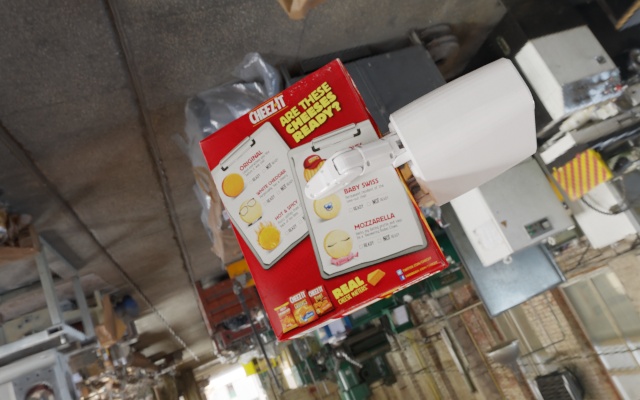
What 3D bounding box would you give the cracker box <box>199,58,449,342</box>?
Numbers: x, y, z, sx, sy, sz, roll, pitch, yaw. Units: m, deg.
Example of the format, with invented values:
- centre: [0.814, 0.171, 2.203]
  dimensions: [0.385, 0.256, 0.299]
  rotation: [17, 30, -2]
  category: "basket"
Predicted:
- centre: [0.000, 0.002, 0.461]
  dimensions: [0.164, 0.213, 0.072]
  rotation: [-28, -16, 12]
  category: "cracker box"
